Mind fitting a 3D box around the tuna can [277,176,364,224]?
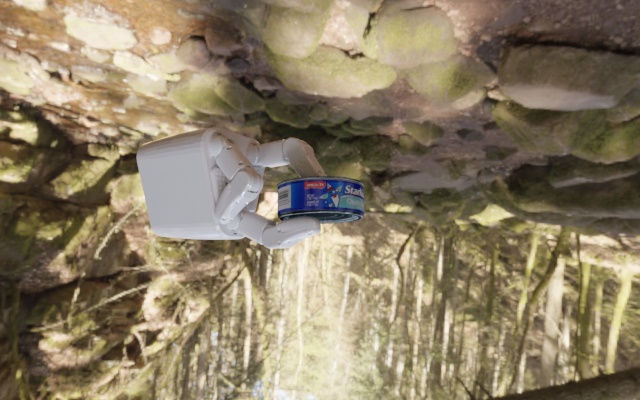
[{"bbox_3d":[0.000,0.002,0.468,0.086,0.033,0.086,-1,-10,0],"label":"tuna can"}]
